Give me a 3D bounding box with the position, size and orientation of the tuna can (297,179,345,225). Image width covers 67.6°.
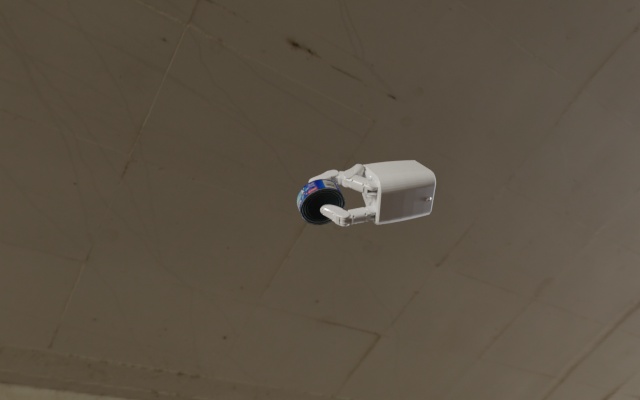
[{"bbox_3d":[0.000,0.003,0.882,0.086,0.086,0.033,0,38,-20],"label":"tuna can"}]
